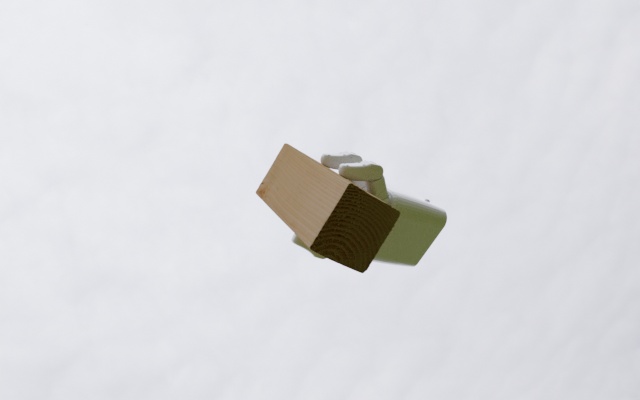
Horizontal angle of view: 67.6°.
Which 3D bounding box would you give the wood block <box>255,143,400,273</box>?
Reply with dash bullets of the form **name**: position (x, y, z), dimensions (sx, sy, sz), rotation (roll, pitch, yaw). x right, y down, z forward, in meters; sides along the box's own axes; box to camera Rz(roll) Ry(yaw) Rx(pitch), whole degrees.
- **wood block**: position (0.000, 0.002, 0.642), dimensions (0.090, 0.091, 0.206), rotation (28, 5, -31)
